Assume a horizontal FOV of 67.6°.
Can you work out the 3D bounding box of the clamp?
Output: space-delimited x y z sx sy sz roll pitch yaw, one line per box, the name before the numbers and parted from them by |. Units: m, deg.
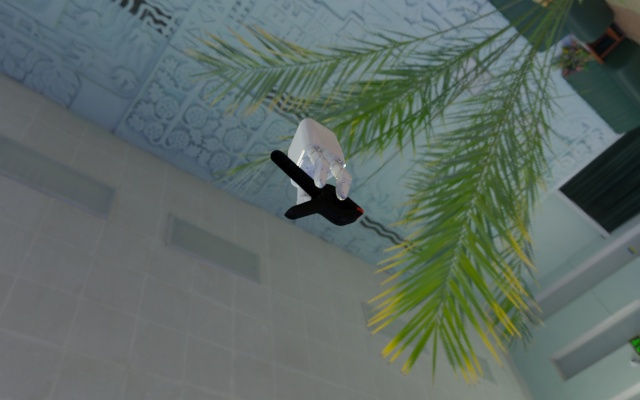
clamp | 0.000 0.003 0.880 0.210 0.164 0.036 28 -57 -30
